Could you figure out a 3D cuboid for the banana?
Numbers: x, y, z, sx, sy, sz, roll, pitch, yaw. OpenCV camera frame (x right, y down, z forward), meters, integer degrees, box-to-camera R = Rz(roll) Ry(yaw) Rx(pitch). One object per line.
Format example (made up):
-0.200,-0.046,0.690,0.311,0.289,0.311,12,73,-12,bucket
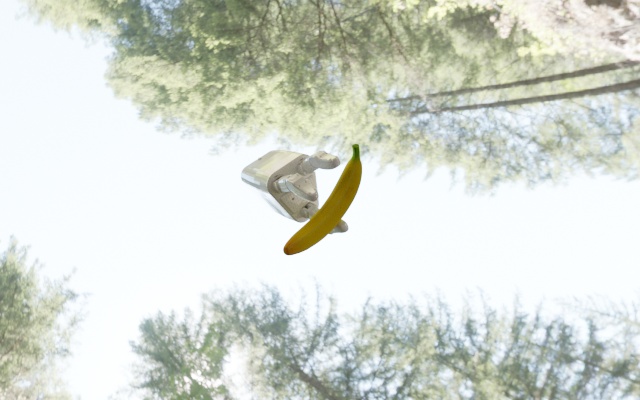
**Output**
0.012,0.009,0.731,0.037,0.197,0.070,22,-14,46,banana
